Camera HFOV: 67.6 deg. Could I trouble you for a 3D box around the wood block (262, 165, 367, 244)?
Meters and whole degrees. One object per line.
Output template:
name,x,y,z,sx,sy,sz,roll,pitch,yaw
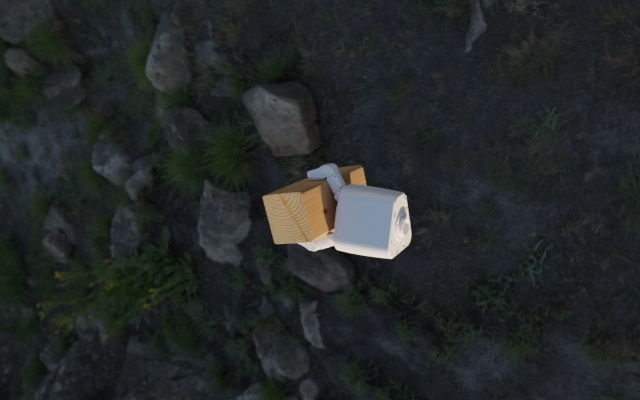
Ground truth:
wood block,0.000,0.003,0.892,0.090,0.091,0.206,-6,12,36
